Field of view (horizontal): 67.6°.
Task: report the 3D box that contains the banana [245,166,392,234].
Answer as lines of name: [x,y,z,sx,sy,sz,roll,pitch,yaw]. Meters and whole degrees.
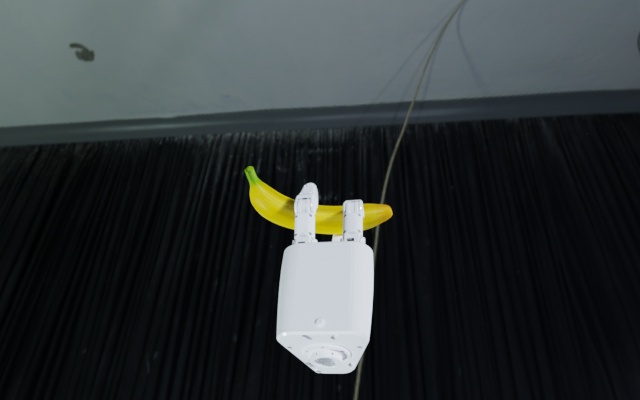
banana: [-0.008,0.014,0.622,0.198,0.037,0.070,14,-45,-8]
